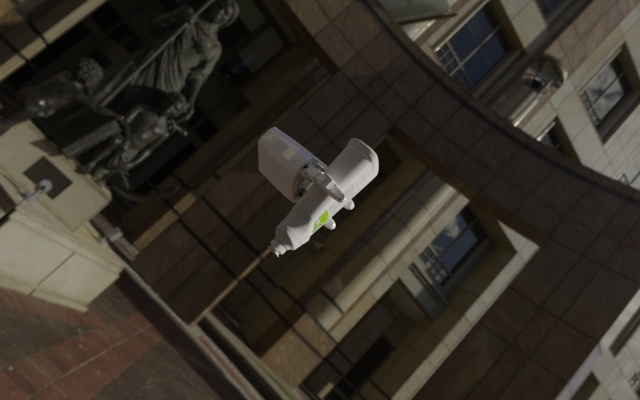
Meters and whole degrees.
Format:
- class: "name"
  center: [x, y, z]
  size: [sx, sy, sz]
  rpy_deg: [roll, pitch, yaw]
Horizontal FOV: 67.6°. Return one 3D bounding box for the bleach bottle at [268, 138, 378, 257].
- class: "bleach bottle"
  center: [0.000, 0.003, 0.880]
  size: [0.068, 0.251, 0.103]
  rpy_deg: [41, -13, 21]
